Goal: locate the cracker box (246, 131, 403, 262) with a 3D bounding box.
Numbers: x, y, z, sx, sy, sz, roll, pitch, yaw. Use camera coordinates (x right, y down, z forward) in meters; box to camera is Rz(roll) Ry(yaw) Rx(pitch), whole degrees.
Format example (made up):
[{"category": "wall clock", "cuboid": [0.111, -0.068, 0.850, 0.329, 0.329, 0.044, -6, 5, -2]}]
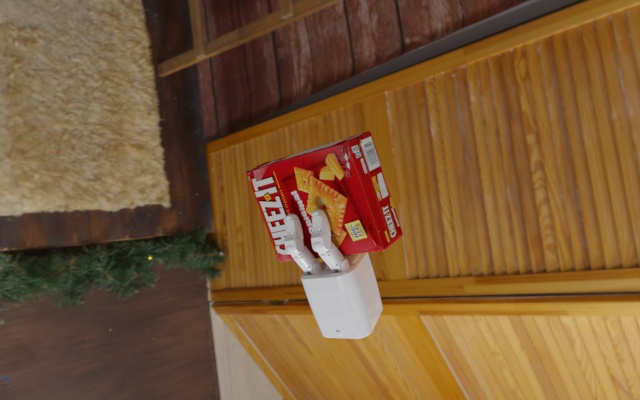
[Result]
[{"category": "cracker box", "cuboid": [0.000, 0.002, 0.736, 0.214, 0.164, 0.072, -12, 11, 39]}]
